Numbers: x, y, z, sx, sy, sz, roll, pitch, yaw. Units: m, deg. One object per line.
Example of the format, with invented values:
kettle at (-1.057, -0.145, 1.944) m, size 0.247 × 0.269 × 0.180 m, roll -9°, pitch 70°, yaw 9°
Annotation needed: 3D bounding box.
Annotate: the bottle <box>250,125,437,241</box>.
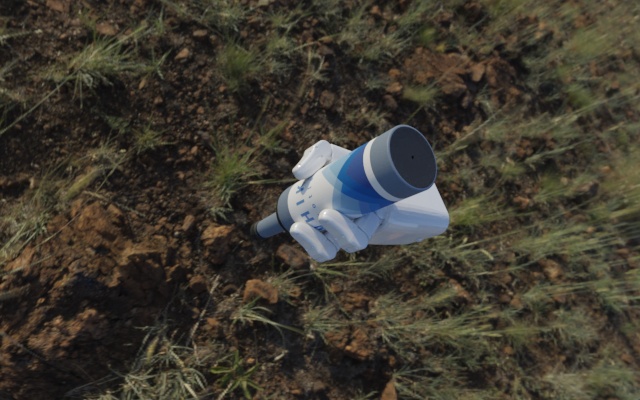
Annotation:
bottle at (0.000, 0.002, 0.557) m, size 0.069 × 0.069 × 0.296 m, roll 0°, pitch -17°, yaw -38°
